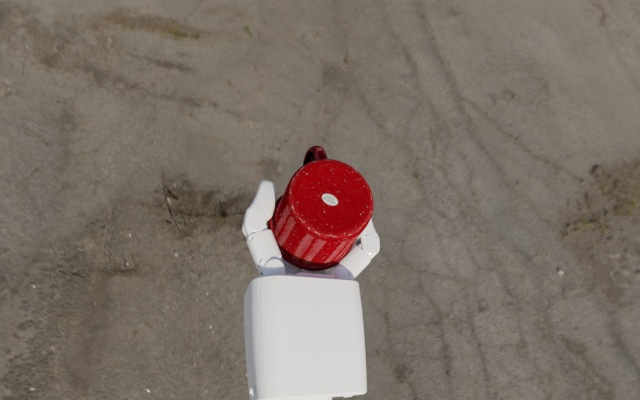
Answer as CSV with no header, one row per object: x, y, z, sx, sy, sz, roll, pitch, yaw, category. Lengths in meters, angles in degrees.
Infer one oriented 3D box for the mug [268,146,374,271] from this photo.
0.000,0.000,0.465,0.093,0.117,0.081,1,-24,-15,mug
